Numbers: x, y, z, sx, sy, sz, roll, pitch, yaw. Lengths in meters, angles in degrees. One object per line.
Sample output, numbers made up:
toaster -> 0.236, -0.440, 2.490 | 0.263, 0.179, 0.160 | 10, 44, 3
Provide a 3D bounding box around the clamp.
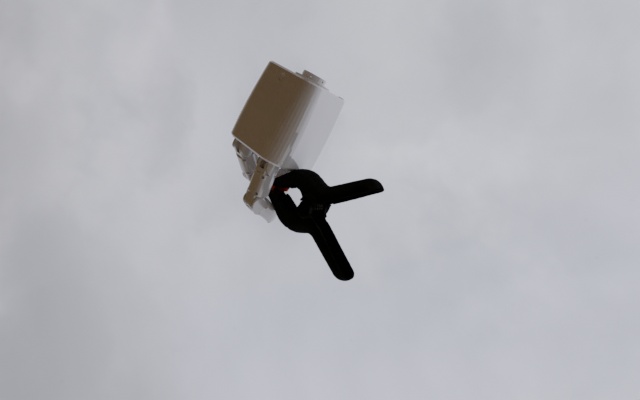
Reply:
clamp -> 0.000, 0.002, 0.572 | 0.171, 0.120, 0.039 | 37, 15, 34
